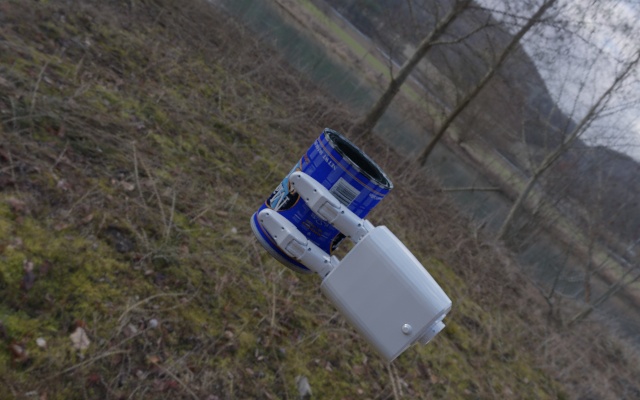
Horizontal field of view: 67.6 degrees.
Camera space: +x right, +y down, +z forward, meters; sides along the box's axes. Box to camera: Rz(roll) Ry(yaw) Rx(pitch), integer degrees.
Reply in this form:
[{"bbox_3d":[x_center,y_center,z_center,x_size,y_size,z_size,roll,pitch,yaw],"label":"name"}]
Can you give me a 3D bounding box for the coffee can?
[{"bbox_3d":[0.000,0.002,0.560,0.103,0.140,0.102,37,17,-13],"label":"coffee can"}]
